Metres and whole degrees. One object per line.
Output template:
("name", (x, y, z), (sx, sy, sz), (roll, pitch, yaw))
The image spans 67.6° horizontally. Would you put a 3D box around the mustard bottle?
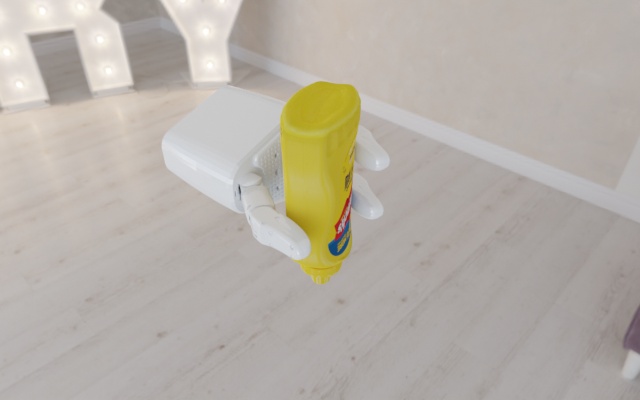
("mustard bottle", (0.000, 0.001, 0.421), (0.058, 0.192, 0.096), (9, 38, 11))
